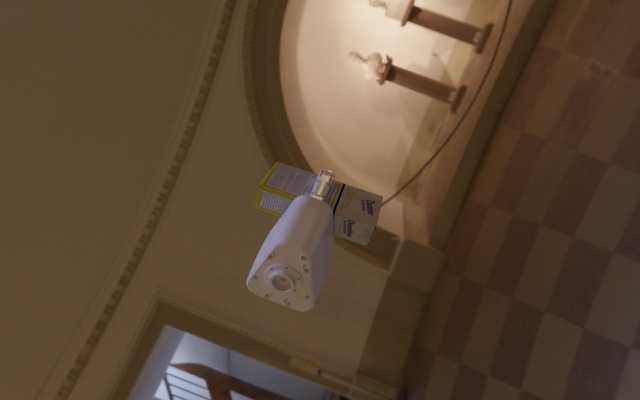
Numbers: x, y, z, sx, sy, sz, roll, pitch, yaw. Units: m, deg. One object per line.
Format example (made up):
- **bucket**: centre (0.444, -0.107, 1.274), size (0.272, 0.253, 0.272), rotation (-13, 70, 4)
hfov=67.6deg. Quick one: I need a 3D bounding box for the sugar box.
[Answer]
- **sugar box**: centre (0.000, 0.003, 0.715), size (0.176, 0.048, 0.093), rotation (21, 32, 3)
